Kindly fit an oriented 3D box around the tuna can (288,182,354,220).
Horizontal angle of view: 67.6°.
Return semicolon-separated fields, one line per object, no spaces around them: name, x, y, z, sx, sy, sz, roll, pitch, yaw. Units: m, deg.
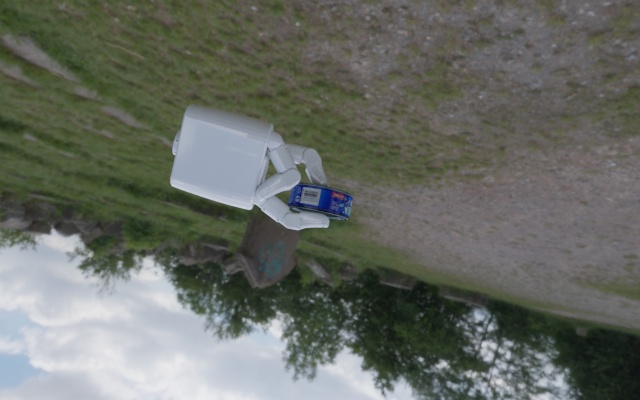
tuna can;0.000;0.003;0.648;0.086;0.033;0.086;12;-7;1
